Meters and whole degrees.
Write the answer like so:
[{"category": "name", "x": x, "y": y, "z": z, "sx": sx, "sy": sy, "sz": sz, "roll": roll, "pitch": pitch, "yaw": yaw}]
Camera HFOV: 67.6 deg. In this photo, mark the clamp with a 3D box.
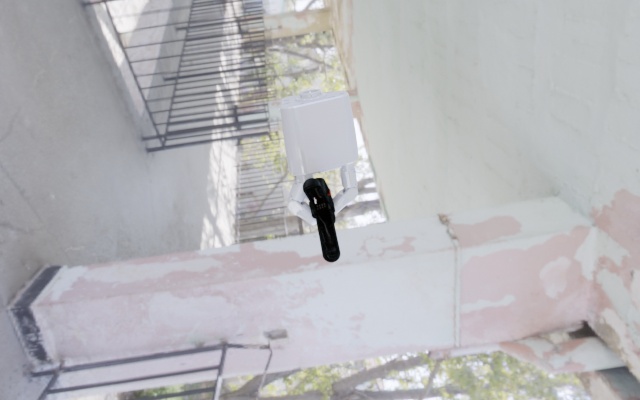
[{"category": "clamp", "x": 0.001, "y": 0.002, "z": 0.705, "sx": 0.039, "sy": 0.120, "sz": 0.171, "roll": -11, "pitch": 23, "yaw": 0}]
